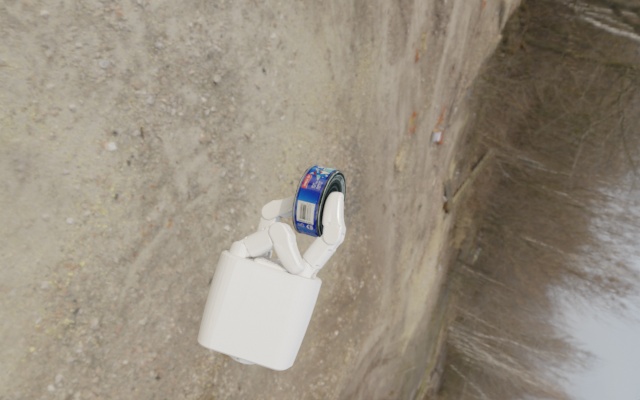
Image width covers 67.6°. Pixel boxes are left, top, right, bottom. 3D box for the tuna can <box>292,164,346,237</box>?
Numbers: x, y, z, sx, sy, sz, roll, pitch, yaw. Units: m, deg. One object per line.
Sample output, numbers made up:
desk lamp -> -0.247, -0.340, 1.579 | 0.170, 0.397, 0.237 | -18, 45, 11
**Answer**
tuna can -> 0.001, 0.002, 0.573 | 0.034, 0.086, 0.086 | 14, 5, 21
